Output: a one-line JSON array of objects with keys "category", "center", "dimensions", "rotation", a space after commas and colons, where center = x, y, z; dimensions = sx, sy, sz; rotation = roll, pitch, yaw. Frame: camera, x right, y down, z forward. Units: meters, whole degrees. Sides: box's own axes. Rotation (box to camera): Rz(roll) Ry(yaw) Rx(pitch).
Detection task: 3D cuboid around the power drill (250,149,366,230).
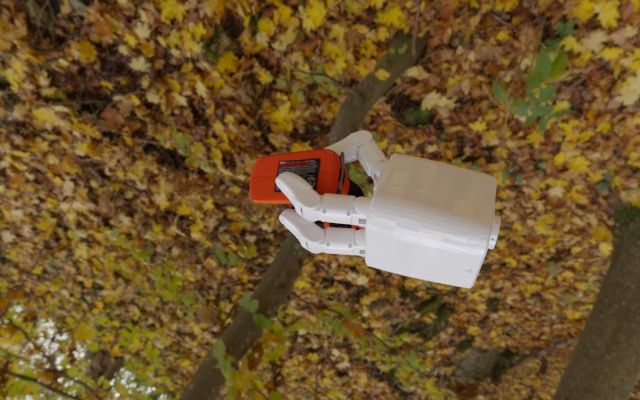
[{"category": "power drill", "center": [0.000, 0.002, 0.569], "dimensions": [0.184, 0.057, 0.188], "rotation": [-4, -18, 29]}]
